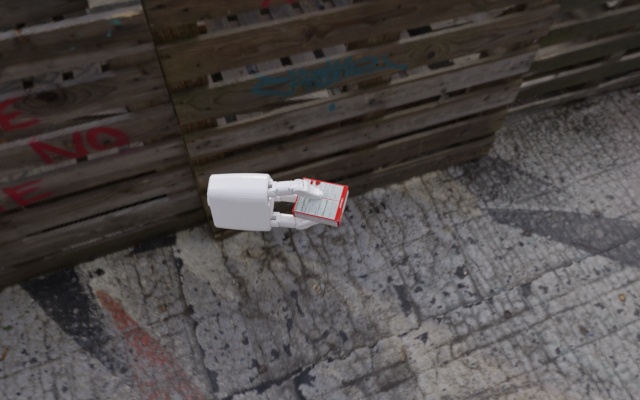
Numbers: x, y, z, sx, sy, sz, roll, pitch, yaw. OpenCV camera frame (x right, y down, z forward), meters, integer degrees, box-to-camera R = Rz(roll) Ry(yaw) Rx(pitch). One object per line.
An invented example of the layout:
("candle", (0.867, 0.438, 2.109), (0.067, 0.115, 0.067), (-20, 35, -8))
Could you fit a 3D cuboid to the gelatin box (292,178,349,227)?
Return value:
("gelatin box", (0.000, 0.003, 0.874), (0.089, 0.073, 0.030), (11, -25, 11))
